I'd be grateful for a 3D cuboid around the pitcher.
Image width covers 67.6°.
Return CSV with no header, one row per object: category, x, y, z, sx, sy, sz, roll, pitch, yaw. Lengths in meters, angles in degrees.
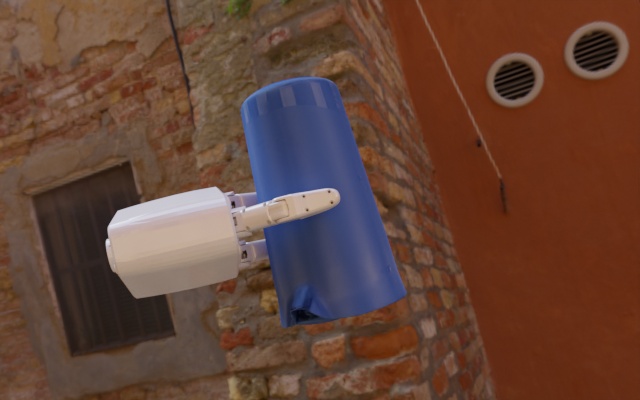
pitcher,0.000,0.002,0.513,0.145,0.243,0.149,-13,-5,-14
